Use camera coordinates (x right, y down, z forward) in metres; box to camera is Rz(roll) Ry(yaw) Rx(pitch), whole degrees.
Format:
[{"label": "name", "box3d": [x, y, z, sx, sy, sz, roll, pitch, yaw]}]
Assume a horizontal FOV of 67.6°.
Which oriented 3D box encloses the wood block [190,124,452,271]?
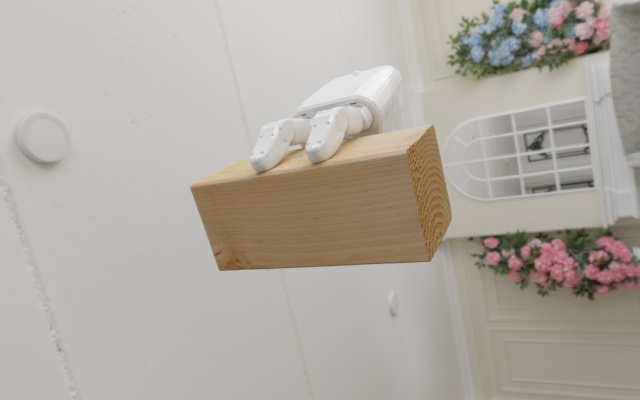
[{"label": "wood block", "box3d": [0.000, 0.002, 0.430, 0.206, 0.091, 0.090, -7, 18, 29]}]
